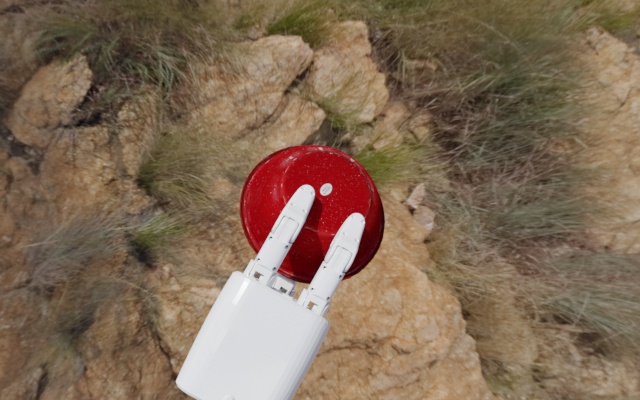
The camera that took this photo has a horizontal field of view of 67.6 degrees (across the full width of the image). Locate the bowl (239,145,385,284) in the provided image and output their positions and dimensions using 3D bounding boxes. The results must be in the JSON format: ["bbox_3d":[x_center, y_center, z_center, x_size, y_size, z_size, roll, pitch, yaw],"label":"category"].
[{"bbox_3d":[0.000,0.000,0.494,0.162,0.162,0.055,0,-23,-16],"label":"bowl"}]
